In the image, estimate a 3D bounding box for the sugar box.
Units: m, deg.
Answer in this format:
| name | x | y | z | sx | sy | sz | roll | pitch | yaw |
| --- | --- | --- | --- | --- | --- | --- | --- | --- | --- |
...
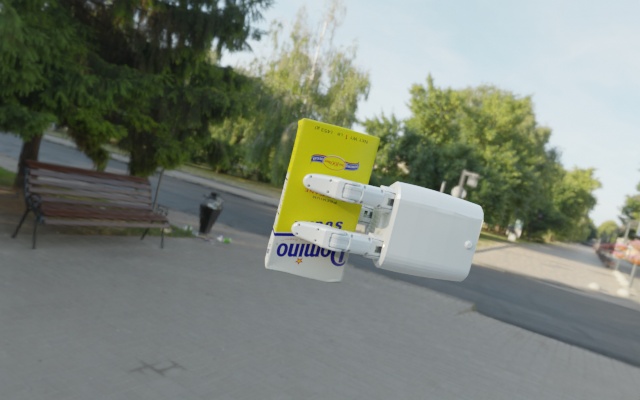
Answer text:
| name | x | y | z | sx | sy | sz | roll | pitch | yaw |
| --- | --- | --- | --- | --- | --- | --- | --- | --- | --- |
| sugar box | 0.000 | 0.002 | 0.554 | 0.093 | 0.176 | 0.048 | 13 | 4 | -9 |
